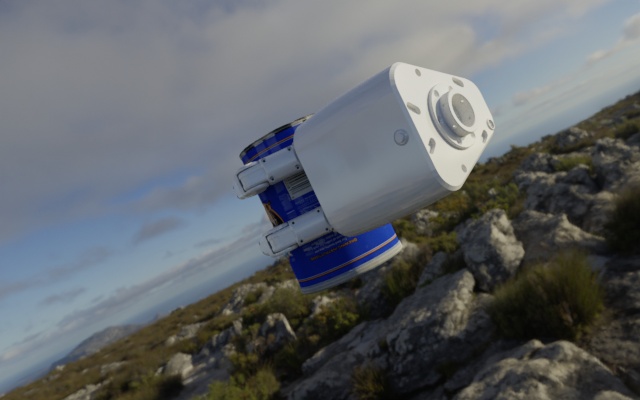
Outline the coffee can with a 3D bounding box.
[{"bbox_3d":[0.000,0.002,0.446,0.103,0.140,0.103,-25,-1,-1],"label":"coffee can"}]
